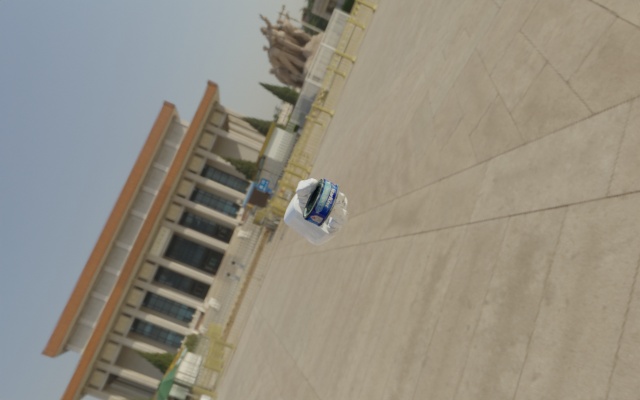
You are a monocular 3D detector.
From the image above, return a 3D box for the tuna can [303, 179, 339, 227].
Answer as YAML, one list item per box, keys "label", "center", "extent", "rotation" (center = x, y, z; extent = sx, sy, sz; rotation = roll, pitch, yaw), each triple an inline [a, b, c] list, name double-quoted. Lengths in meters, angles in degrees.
- label: "tuna can"
  center: [0.000, 0.003, 0.888]
  extent: [0.034, 0.086, 0.086]
  rotation: [25, -5, -11]
